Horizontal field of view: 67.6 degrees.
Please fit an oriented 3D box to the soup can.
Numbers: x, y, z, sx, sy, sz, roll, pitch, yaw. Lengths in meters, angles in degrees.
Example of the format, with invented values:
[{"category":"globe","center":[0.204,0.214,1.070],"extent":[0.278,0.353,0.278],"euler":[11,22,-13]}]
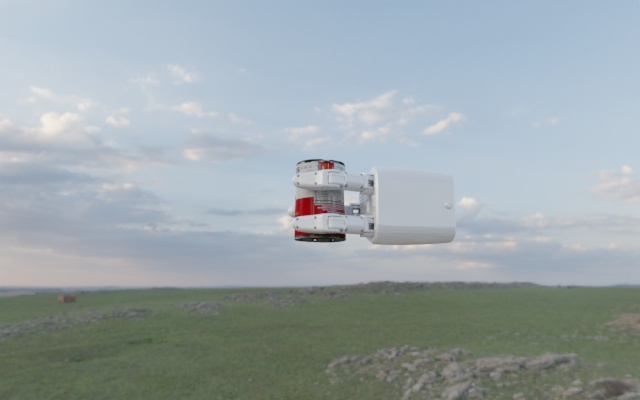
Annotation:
[{"category":"soup can","center":[0.000,0.002,0.631],"extent":[0.068,0.102,0.068],"euler":[1,-10,0]}]
